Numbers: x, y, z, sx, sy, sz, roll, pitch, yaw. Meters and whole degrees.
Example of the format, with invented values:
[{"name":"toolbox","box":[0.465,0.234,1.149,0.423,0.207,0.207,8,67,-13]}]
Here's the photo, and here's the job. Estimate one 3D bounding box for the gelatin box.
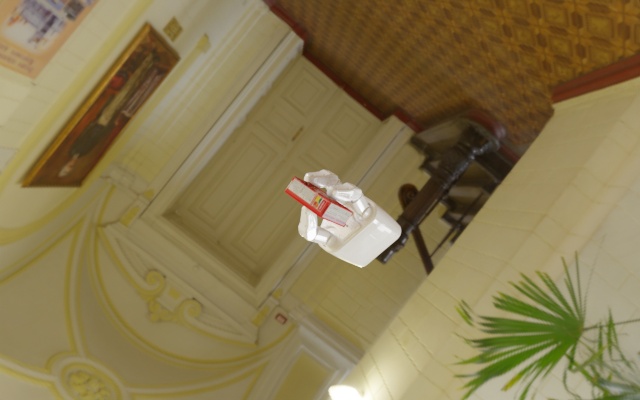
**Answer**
[{"name":"gelatin box","box":[0.000,0.003,0.704,0.073,0.030,0.089,36,5,28]}]
